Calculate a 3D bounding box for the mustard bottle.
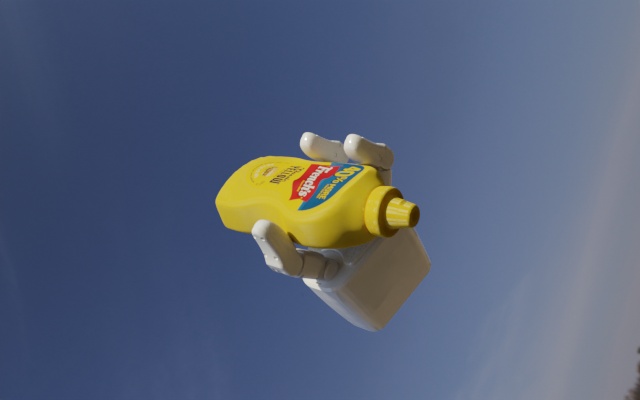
[{"bbox_3d":[0.000,0.001,0.425,0.191,0.058,0.096,9,36,40],"label":"mustard bottle"}]
